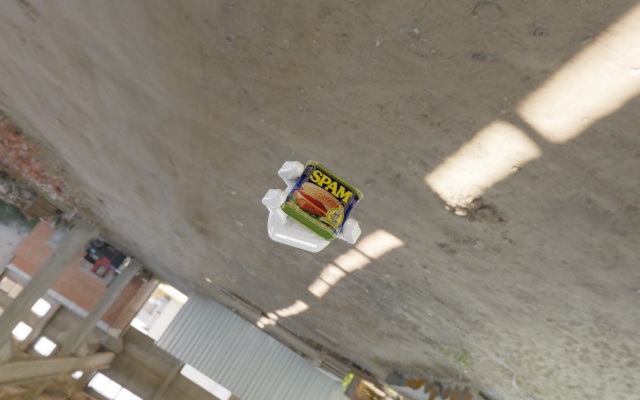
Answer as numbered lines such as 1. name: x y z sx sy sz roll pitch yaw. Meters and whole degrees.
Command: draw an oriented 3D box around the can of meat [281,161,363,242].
1. can of meat: 0.000 0.003 0.740 0.102 0.084 0.057 34 -19 -1
